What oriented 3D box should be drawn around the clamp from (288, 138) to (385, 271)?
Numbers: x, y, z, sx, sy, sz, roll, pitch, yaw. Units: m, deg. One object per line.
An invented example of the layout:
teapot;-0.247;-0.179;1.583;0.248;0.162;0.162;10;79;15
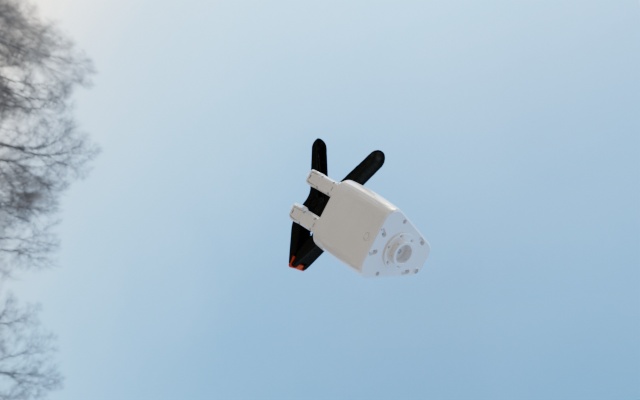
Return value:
clamp;0.001;0.003;0.719;0.036;0.210;0.164;24;6;-35
